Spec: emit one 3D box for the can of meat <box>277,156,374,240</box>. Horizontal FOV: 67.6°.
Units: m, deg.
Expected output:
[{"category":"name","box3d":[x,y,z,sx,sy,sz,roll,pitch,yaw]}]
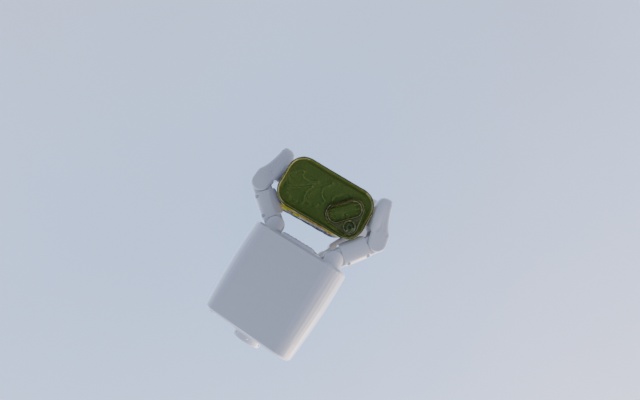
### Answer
[{"category":"can of meat","box3d":[0.000,0.002,0.537,0.102,0.057,0.084,30,-10,-4]}]
